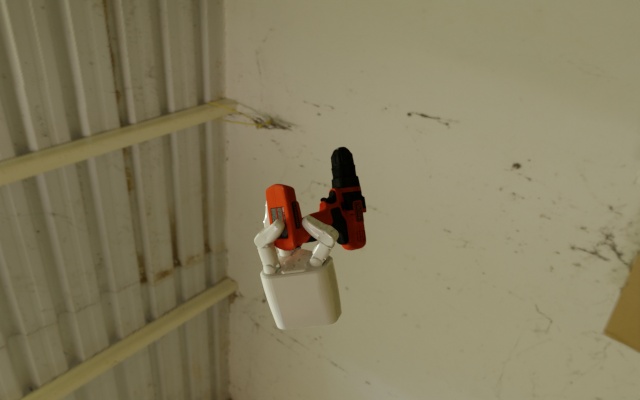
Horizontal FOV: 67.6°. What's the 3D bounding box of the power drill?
[{"bbox_3d":[0.000,0.003,0.801,0.187,0.184,0.057,-8,-2,-42],"label":"power drill"}]
